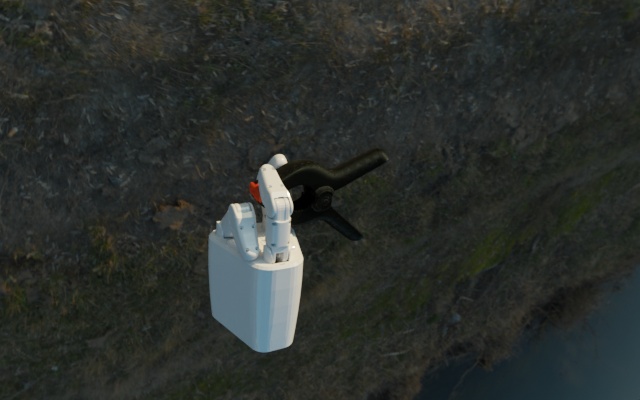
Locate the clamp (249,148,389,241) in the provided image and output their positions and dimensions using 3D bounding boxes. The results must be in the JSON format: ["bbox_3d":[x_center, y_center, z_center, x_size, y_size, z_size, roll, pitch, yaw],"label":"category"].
[{"bbox_3d":[0.000,0.002,0.551,0.171,0.120,0.039,-7,22,-28],"label":"clamp"}]
